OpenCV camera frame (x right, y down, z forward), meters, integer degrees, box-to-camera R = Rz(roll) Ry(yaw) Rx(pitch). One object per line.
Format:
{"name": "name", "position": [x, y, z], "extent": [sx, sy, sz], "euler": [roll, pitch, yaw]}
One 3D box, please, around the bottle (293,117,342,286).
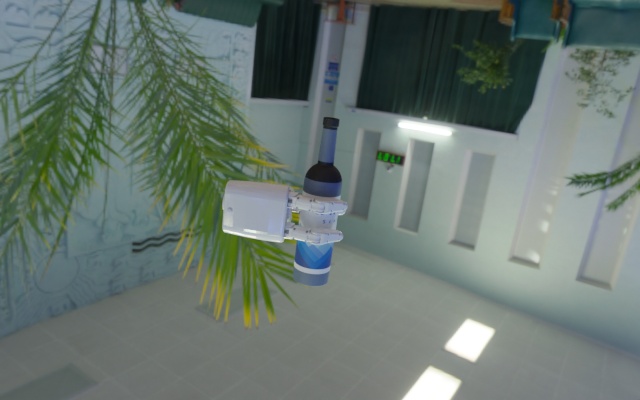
{"name": "bottle", "position": [0.000, 0.003, 0.839], "extent": [0.069, 0.296, 0.069], "euler": [7, 15, -2]}
